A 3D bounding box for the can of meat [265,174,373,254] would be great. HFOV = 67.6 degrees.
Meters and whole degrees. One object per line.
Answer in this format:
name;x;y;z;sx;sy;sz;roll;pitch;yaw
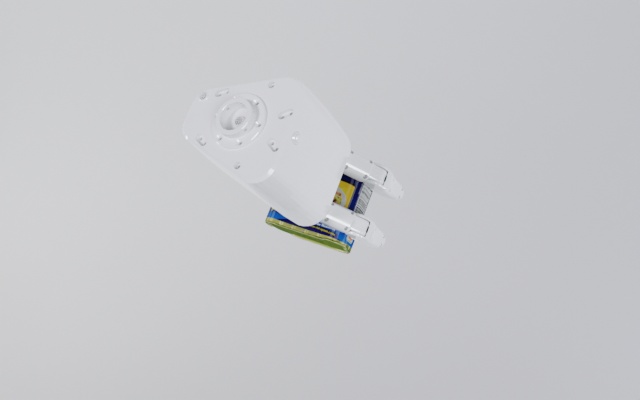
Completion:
can of meat;0.000;0.002;0.515;0.102;0.084;0.057;16;-13;23
